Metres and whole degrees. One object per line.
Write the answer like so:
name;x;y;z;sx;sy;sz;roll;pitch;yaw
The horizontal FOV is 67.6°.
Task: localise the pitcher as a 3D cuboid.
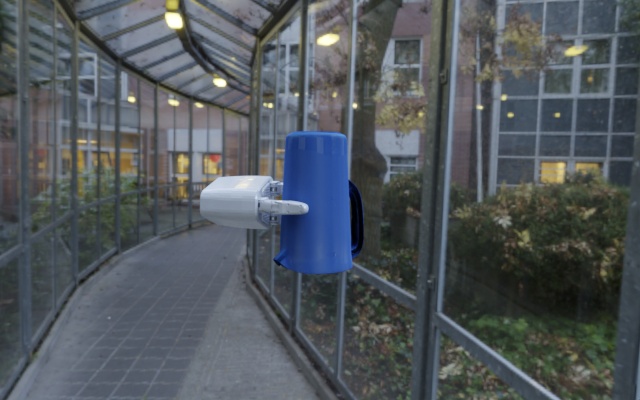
pitcher;0.000;0.003;0.850;0.145;0.243;0.149;2;4;11
